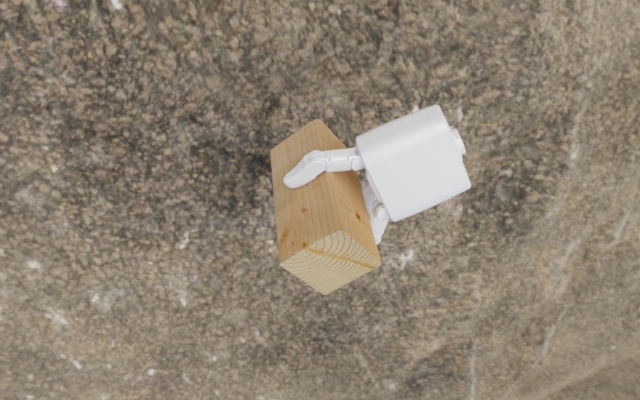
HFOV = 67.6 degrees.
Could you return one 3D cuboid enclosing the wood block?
[{"bbox_3d":[0.000,0.002,0.624,0.090,0.206,0.091,-31,-49,20],"label":"wood block"}]
